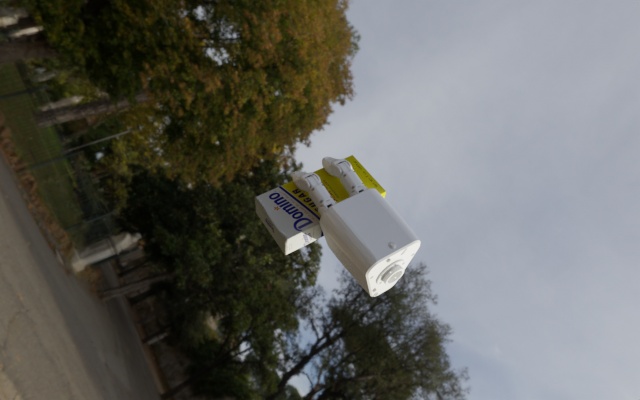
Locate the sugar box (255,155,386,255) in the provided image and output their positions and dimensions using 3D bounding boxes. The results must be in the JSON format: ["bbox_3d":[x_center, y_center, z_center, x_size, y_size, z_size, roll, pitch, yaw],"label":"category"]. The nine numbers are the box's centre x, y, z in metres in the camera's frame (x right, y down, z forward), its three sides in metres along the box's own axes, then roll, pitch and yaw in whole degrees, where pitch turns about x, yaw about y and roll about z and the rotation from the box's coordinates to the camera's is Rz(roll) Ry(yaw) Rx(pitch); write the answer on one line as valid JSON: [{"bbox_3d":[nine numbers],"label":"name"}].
[{"bbox_3d":[0.000,0.002,0.720,0.176,0.093,0.048,-24,-34,-24],"label":"sugar box"}]
